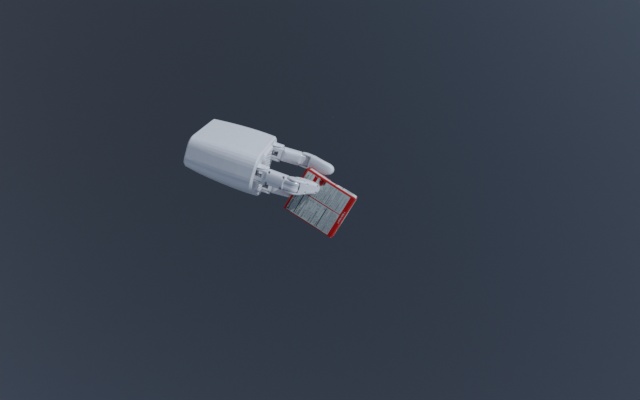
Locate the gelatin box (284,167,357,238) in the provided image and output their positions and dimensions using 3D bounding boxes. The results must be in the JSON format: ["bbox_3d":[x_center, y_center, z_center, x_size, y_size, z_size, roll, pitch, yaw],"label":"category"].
[{"bbox_3d":[0.000,0.003,0.731,0.089,0.073,0.030,32,11,5],"label":"gelatin box"}]
